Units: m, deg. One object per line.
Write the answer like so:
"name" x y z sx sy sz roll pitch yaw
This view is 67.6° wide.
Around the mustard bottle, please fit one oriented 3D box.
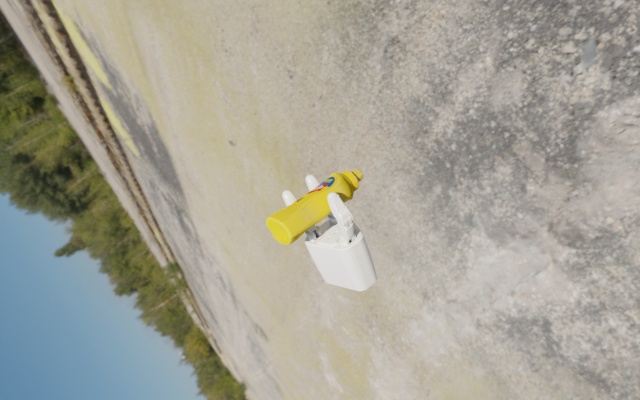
"mustard bottle" 0.000 0.003 0.840 0.191 0.058 0.096 -35 6 -21
